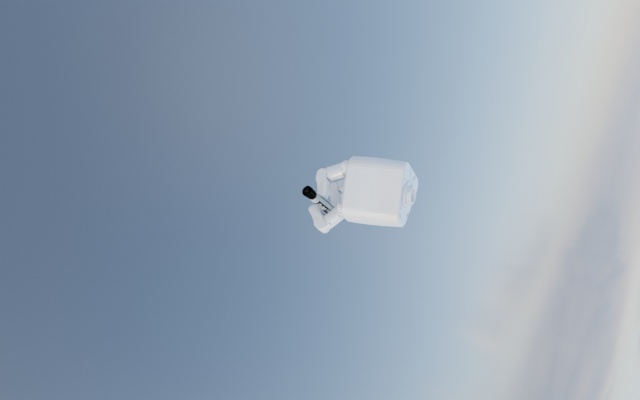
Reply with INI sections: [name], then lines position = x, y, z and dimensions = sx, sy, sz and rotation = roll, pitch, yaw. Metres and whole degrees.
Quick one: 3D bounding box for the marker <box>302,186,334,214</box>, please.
[marker]
position = 0.000, 0.003, 0.841
dimensions = 0.020, 0.020, 0.121
rotation = 0, -20, 26
